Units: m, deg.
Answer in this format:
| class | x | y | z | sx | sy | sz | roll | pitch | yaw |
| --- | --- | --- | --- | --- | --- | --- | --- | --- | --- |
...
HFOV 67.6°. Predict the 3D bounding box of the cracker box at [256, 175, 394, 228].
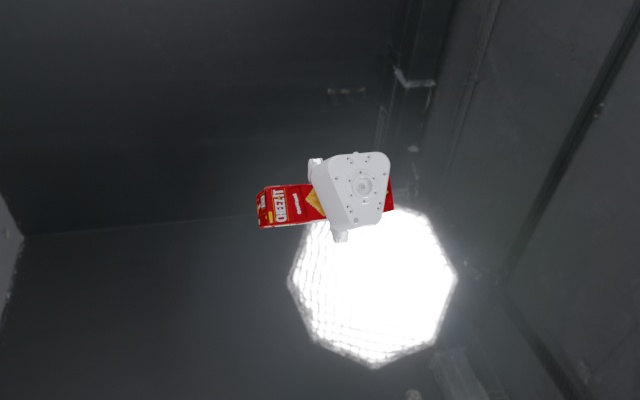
| class | x | y | z | sx | sy | sz | roll | pitch | yaw |
| --- | --- | --- | --- | --- | --- | --- | --- | --- | --- |
| cracker box | 0.000 | 0.003 | 0.848 | 0.213 | 0.072 | 0.164 | -6 | -3 | -13 |
